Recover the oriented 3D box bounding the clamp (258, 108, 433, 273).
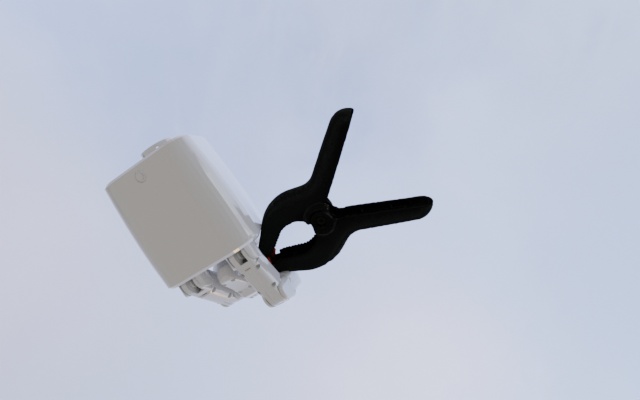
[{"bbox_3d":[0.000,0.001,0.431,0.171,0.120,0.039,-31,9,13],"label":"clamp"}]
